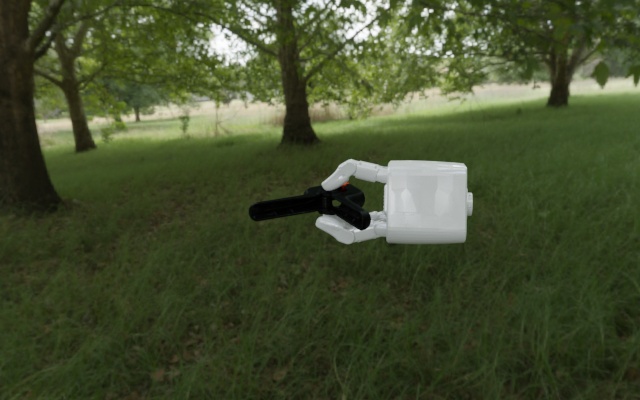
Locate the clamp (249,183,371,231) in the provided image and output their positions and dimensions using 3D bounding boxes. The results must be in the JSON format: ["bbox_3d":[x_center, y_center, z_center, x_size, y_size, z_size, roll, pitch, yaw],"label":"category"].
[{"bbox_3d":[0.000,0.001,0.697,0.164,0.036,0.210,4,13,11],"label":"clamp"}]
